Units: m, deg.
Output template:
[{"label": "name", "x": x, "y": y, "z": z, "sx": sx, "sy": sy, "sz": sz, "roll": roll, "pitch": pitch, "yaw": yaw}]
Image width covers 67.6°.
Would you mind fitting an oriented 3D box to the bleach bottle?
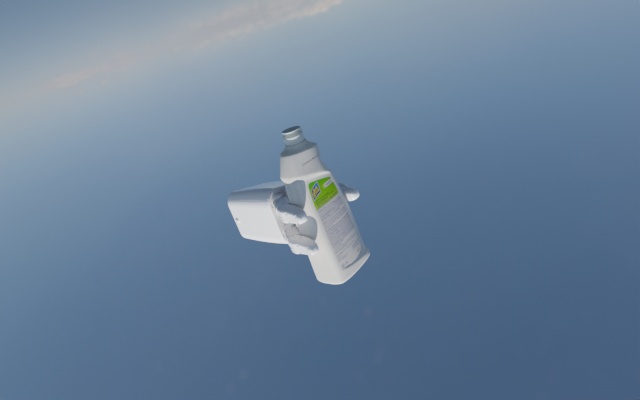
[{"label": "bleach bottle", "x": 0.000, "y": 0.003, "z": 0.744, "sx": 0.068, "sy": 0.251, "sz": 0.102, "roll": 0, "pitch": 29, "yaw": 39}]
